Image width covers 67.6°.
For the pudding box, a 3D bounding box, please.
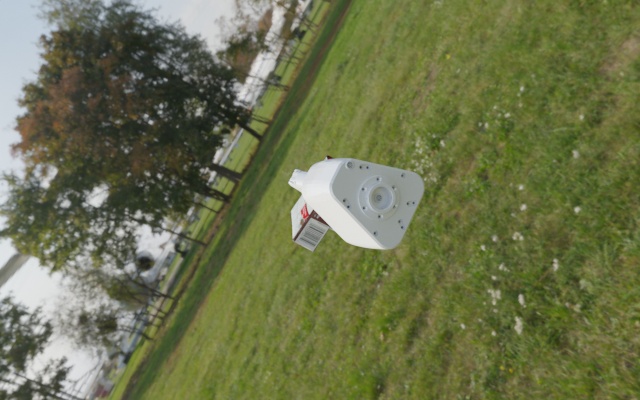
[{"bbox_3d":[0.000,0.002,0.683,0.039,0.113,0.090,29,20,-17],"label":"pudding box"}]
